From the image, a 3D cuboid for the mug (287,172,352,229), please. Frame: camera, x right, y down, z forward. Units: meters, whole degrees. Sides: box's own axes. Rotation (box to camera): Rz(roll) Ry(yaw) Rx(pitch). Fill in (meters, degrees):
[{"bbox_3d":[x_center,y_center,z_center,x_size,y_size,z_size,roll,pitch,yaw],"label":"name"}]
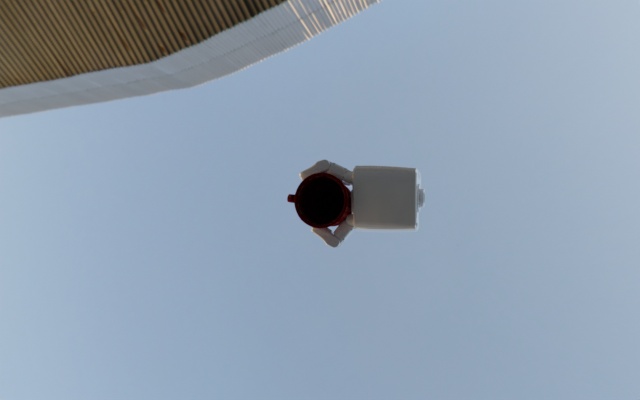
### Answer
[{"bbox_3d":[-0.001,0.003,0.830,0.117,0.093,0.081,2,-4,17],"label":"mug"}]
